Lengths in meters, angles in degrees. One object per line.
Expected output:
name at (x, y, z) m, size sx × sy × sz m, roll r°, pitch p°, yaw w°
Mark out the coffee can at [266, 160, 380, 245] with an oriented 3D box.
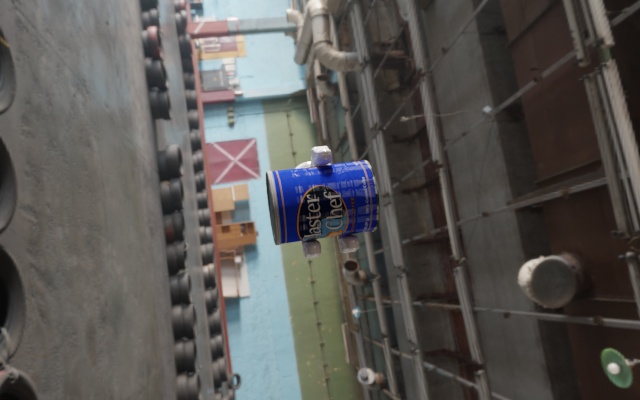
coffee can at (0.000, 0.002, 0.663) m, size 0.140 × 0.103 × 0.103 m, roll -7°, pitch 1°, yaw -9°
